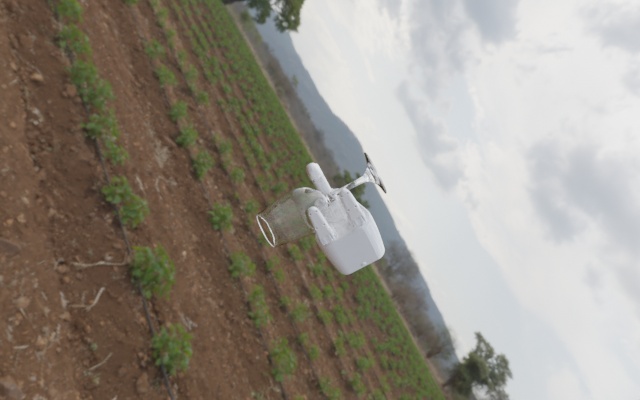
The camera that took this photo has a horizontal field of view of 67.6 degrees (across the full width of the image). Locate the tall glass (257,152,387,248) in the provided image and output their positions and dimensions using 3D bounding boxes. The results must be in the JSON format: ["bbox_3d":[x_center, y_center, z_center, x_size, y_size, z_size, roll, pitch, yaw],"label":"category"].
[{"bbox_3d":[0.001,0.002,0.763,0.201,0.079,0.079,-28,-2,3],"label":"tall glass"}]
